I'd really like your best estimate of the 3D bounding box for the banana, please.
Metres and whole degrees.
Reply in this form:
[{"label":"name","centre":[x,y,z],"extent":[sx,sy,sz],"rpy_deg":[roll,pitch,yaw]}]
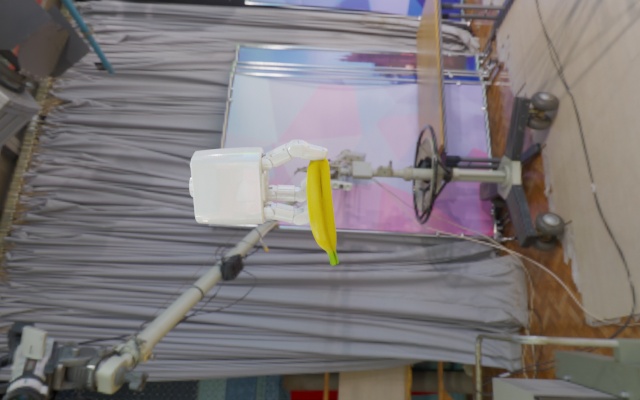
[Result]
[{"label":"banana","centre":[-0.001,-0.006,0.701],"extent":[0.037,0.197,0.070],"rpy_deg":[-5,-35,1]}]
